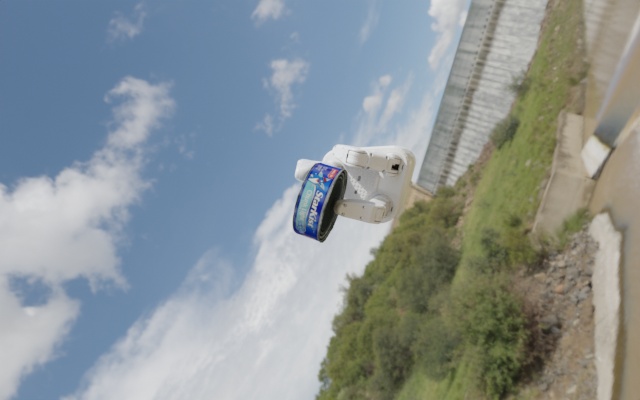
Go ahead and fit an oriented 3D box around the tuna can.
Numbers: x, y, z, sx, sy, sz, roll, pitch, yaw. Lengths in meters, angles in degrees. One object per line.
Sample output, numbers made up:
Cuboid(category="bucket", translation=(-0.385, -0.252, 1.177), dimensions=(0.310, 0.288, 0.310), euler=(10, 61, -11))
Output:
Cuboid(category="tuna can", translation=(0.000, 0.002, 0.534), dimensions=(0.034, 0.086, 0.086), euler=(19, 4, 13))
